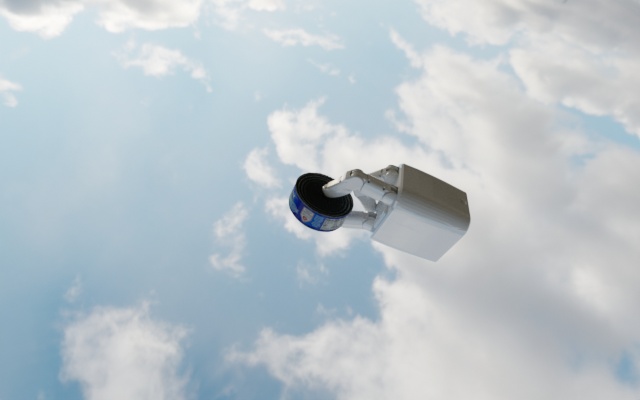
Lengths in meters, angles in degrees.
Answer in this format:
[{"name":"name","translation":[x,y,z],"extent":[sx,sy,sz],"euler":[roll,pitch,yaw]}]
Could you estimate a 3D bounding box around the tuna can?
[{"name":"tuna can","translation":[0.000,0.003,0.657],"extent":[0.086,0.086,0.034],"euler":[0,-44,-32]}]
